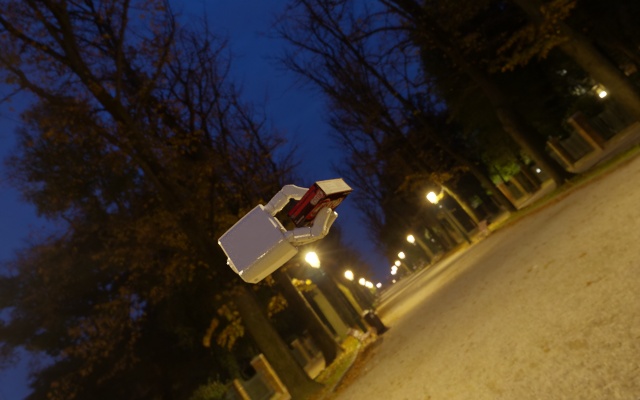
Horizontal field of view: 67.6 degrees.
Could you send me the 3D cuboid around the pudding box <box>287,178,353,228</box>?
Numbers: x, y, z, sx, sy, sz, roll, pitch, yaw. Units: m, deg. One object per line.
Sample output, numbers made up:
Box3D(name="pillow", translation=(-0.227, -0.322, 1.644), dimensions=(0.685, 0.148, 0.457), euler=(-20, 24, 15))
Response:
Box3D(name="pudding box", translation=(0.000, 0.003, 0.893), dimensions=(0.090, 0.039, 0.113), euler=(-47, -14, 25))
